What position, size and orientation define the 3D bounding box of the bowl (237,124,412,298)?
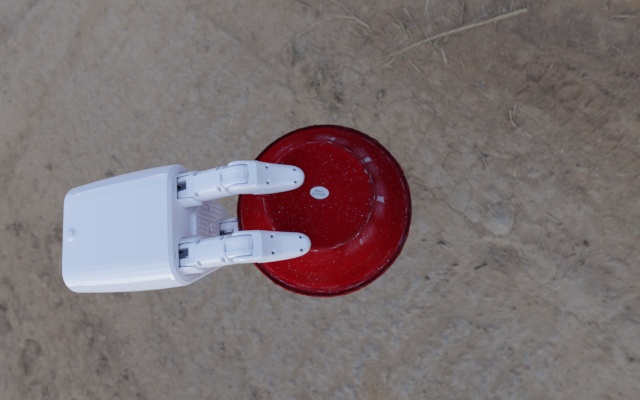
[{"bbox_3d":[0.001,0.001,0.412,0.162,0.162,0.055,0,-12,5],"label":"bowl"}]
